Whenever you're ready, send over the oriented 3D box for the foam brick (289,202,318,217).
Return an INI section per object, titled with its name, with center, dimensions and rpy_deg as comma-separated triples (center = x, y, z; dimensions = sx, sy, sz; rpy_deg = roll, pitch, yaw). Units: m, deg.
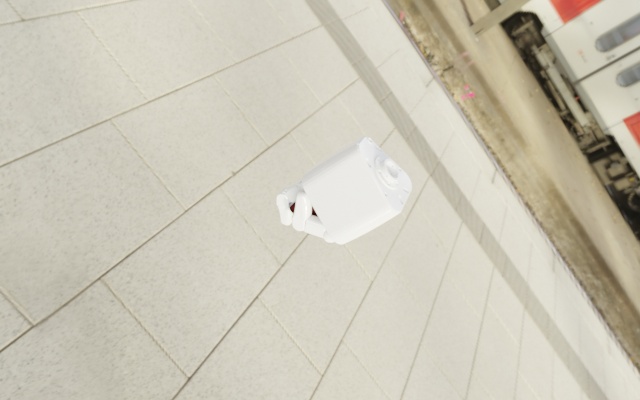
[foam brick]
center = 0.000, 0.002, 0.724
dimensions = 0.051, 0.053, 0.078
rpy_deg = -31, 14, 36
